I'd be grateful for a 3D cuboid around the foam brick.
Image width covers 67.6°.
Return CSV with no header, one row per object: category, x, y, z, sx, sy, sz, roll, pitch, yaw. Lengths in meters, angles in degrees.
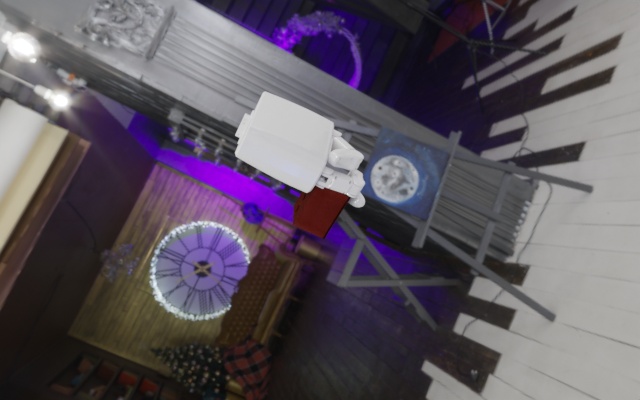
foam brick,0.000,0.002,0.666,0.051,0.078,0.053,23,25,-16
